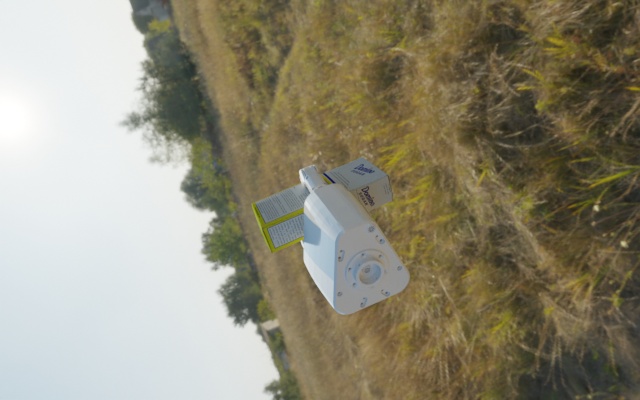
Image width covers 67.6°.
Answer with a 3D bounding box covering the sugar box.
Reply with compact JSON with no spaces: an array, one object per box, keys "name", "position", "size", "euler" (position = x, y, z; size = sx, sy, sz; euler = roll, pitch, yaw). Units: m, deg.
[{"name":"sugar box","position":[0.000,0.003,0.644],"size":[0.176,0.048,0.093],"euler":[-21,25,-9]}]
